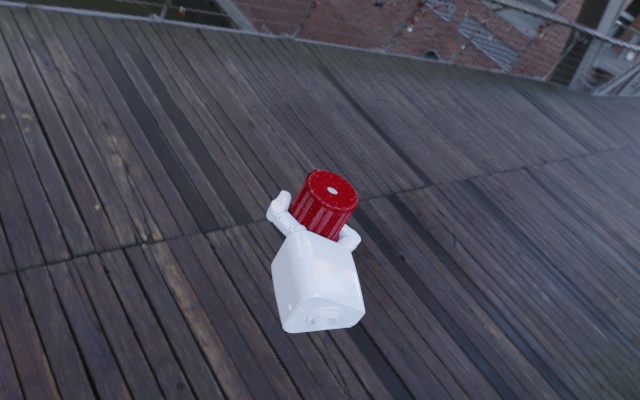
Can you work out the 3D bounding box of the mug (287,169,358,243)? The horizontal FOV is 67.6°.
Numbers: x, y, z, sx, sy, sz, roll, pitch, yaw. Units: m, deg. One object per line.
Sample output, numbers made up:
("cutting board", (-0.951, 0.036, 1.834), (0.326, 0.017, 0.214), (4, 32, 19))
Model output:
("mug", (0.000, 0.001, 0.711), (0.093, 0.117, 0.081), (9, -47, -26))
